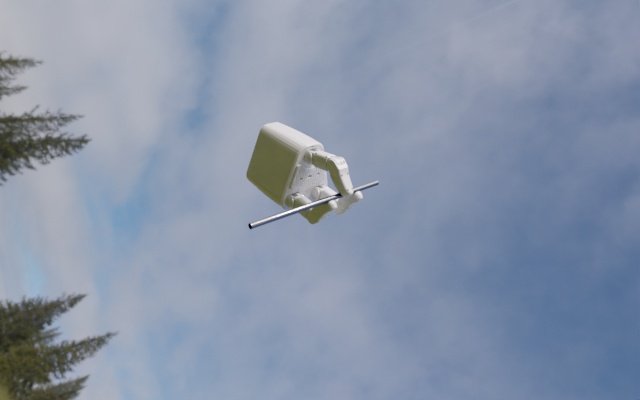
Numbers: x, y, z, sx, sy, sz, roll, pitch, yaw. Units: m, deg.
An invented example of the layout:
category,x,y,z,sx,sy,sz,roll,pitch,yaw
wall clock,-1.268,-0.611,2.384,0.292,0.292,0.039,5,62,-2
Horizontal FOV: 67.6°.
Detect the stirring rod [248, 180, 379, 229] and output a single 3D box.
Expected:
category,x,y,z,sx,sy,sz,roll,pitch,yaw
stirring rod,0.000,0.002,0.674,0.239,0.011,0.011,-19,12,-39
